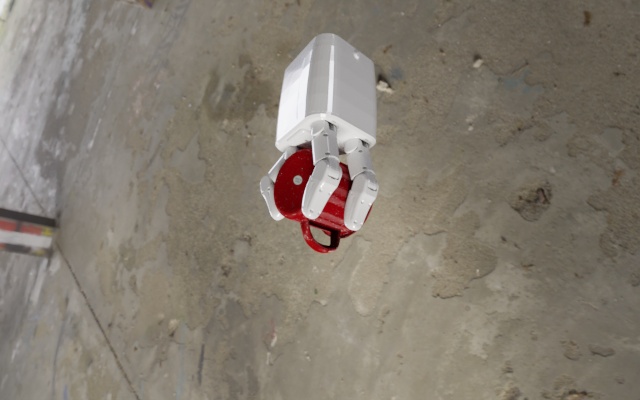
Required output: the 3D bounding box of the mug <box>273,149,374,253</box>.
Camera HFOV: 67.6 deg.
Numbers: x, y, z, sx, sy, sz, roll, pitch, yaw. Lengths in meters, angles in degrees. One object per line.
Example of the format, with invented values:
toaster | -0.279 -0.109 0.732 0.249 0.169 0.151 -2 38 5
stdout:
mug | 0.000 0.003 0.544 0.093 0.117 0.081 -15 -26 42
